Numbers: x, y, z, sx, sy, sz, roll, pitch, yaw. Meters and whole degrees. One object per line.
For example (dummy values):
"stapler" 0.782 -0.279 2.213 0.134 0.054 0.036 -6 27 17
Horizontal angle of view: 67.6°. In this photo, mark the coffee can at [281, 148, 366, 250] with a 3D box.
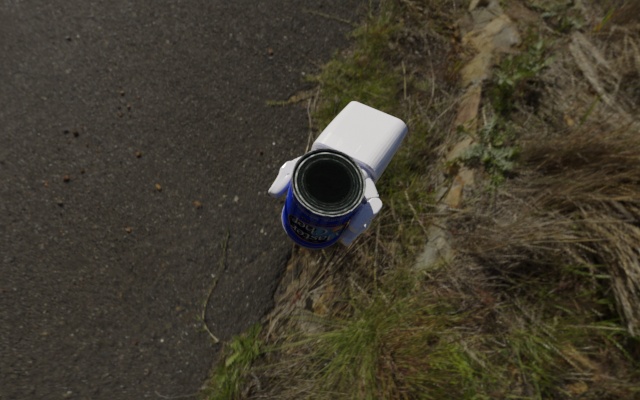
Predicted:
"coffee can" 0.000 0.002 0.699 0.103 0.102 0.140 0 -23 -10
